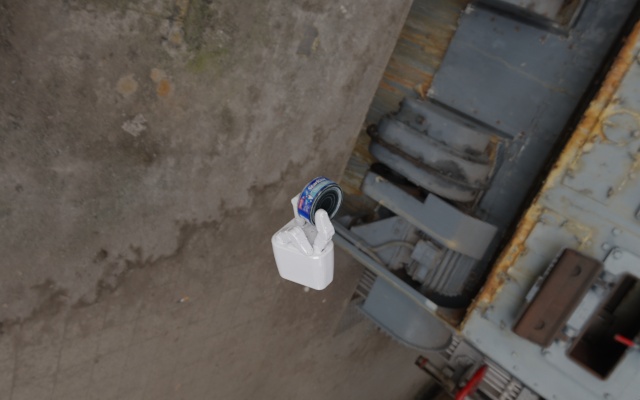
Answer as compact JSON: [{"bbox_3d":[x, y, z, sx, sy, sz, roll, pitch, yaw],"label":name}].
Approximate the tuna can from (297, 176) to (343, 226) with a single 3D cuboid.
[{"bbox_3d":[0.001,0.003,0.843,0.033,0.086,0.086,31,18,34],"label":"tuna can"}]
